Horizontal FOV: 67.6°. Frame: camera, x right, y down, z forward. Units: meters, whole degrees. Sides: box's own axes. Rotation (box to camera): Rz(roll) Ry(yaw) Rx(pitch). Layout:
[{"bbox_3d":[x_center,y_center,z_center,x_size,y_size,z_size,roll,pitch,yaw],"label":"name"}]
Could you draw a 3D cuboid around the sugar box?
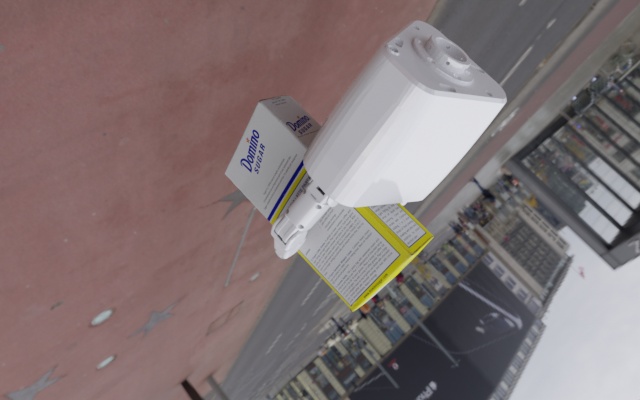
[{"bbox_3d":[0.001,0.001,0.411,0.048,0.176,0.093,-26,-22,-47],"label":"sugar box"}]
